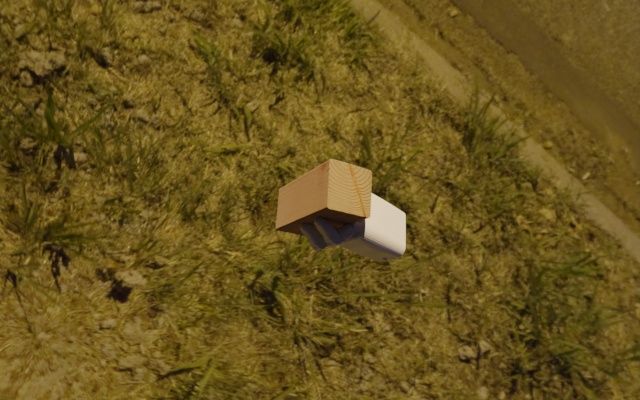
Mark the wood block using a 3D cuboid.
[{"bbox_3d":[0.001,0.003,0.899,0.090,0.090,0.206,14,-20,-27],"label":"wood block"}]
